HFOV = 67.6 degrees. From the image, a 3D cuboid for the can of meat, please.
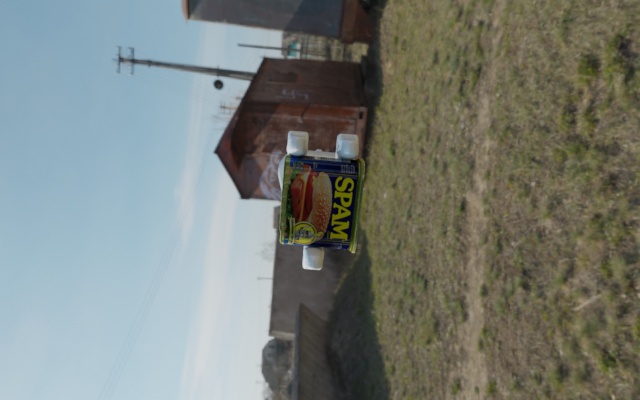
[{"bbox_3d":[0.000,0.002,0.520,0.084,0.102,0.057,5,14,-2],"label":"can of meat"}]
